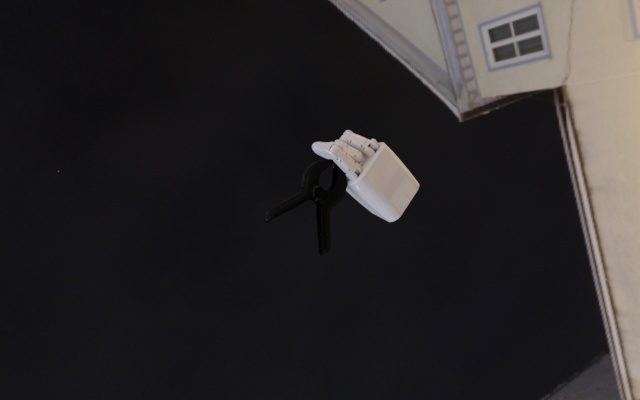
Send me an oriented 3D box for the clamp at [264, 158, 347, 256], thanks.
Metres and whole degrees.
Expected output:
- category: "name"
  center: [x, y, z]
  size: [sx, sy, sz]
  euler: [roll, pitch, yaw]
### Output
- category: "clamp"
  center: [0.000, 0.002, 0.786]
  size: [0.120, 0.171, 0.039]
  euler: [42, -17, -16]
